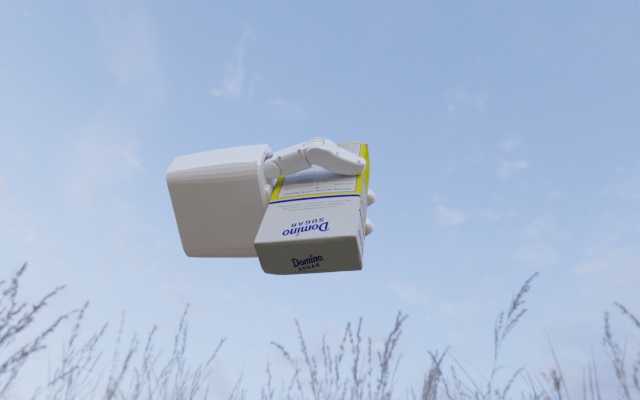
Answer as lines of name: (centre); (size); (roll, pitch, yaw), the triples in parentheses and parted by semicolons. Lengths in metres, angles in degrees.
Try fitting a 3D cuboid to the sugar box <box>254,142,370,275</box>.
sugar box: (0.000, 0.002, 0.483); (0.093, 0.048, 0.176); (-5, 35, 12)
